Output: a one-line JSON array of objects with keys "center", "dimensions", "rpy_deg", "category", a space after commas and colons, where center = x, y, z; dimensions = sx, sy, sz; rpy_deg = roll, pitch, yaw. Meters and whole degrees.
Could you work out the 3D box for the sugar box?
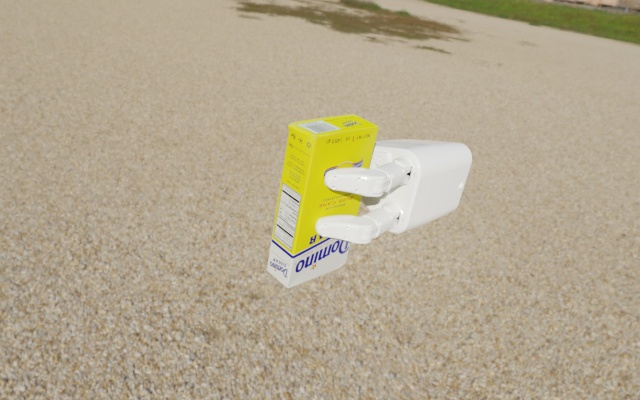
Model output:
[{"center": [0.001, 0.002, 0.507], "dimensions": [0.093, 0.176, 0.048], "rpy_deg": [-15, 35, -40], "category": "sugar box"}]
